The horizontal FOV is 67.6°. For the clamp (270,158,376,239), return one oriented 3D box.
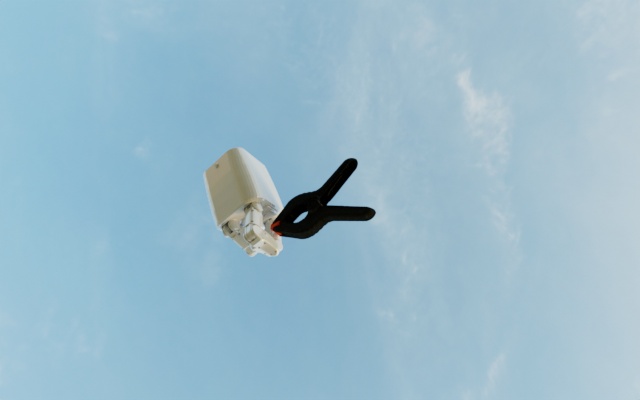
[{"bbox_3d":[0.000,0.003,0.747,0.171,0.120,0.039,-19,-45,18],"label":"clamp"}]
